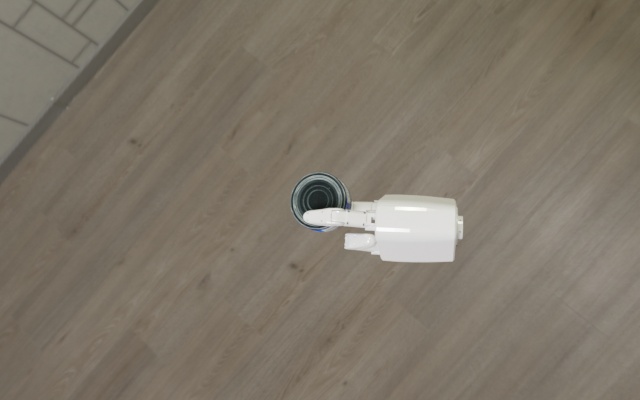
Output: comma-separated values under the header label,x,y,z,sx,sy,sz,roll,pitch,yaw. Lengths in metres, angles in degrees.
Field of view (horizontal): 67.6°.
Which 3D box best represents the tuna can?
label,x,y,z,sx,sy,sz,roll,pitch,yaw
tuna can,0.000,0.002,0.692,0.086,0.086,0.034,0,-8,17
